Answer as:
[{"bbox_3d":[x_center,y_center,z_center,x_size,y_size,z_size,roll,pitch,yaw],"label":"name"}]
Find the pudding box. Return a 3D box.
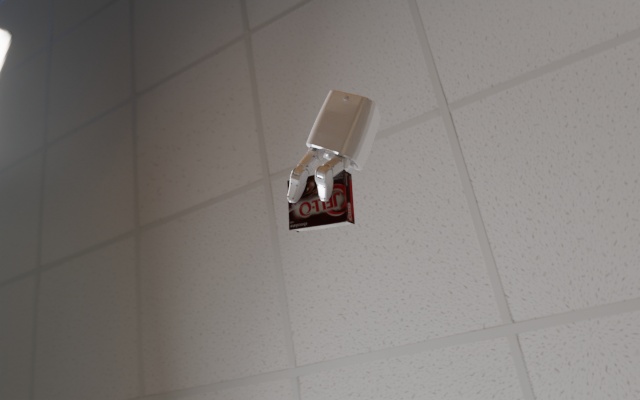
[{"bbox_3d":[0.000,0.003,0.813,0.113,0.090,0.039,-11,-18,27],"label":"pudding box"}]
